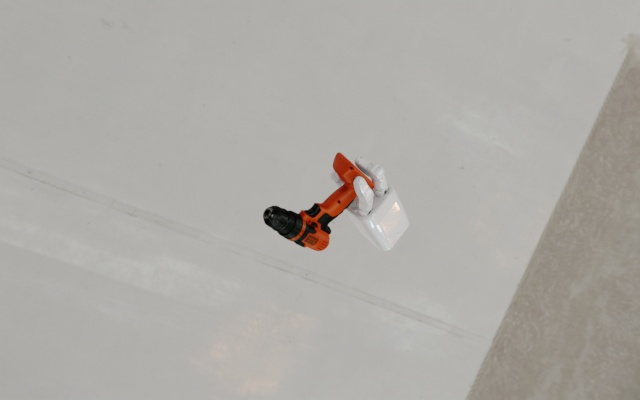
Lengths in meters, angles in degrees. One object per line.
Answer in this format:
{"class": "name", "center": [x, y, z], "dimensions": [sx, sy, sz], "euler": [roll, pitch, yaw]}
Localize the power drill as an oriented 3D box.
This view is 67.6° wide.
{"class": "power drill", "center": [0.001, 0.003, 0.891], "dimensions": [0.057, 0.187, 0.184], "euler": [49, 10, 36]}
